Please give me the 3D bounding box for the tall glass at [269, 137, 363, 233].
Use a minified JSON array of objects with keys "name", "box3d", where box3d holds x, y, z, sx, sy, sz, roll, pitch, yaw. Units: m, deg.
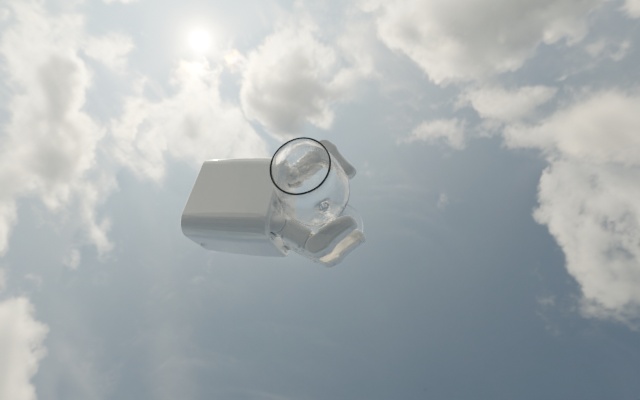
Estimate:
[{"name":"tall glass","box3d":[0.000,0.002,0.550,0.079,0.079,0.201,0,-21,12]}]
